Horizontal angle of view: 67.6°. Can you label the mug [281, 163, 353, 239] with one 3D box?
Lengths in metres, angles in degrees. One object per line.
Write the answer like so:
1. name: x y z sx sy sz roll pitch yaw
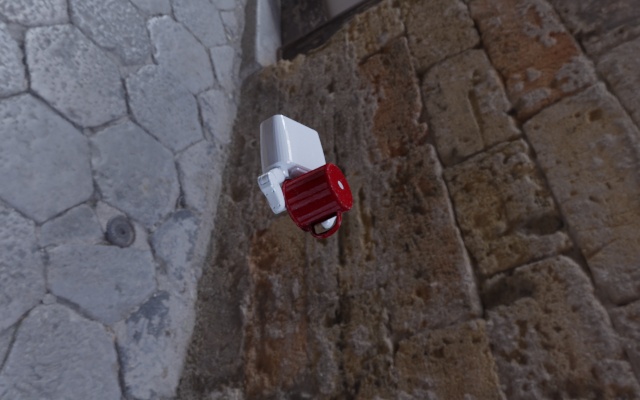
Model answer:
1. mug: 0.001 0.004 0.747 0.081 0.117 0.093 -25 -32 22
